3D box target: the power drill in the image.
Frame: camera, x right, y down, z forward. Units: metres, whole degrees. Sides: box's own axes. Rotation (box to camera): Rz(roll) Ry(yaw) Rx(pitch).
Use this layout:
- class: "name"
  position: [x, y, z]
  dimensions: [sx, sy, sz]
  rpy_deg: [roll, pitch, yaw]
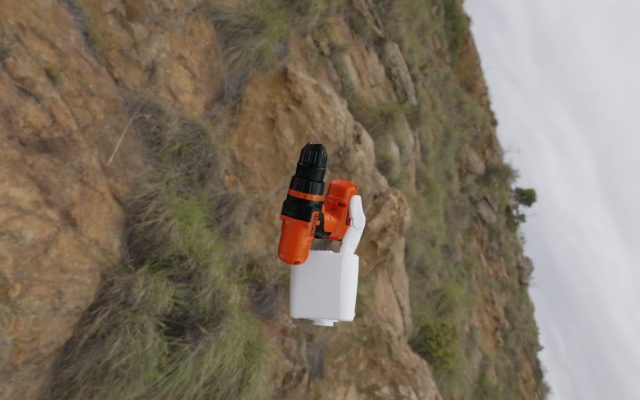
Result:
- class: "power drill"
  position: [0.000, 0.003, 0.763]
  dimensions: [0.057, 0.184, 0.187]
  rpy_deg: [17, 8, 23]
